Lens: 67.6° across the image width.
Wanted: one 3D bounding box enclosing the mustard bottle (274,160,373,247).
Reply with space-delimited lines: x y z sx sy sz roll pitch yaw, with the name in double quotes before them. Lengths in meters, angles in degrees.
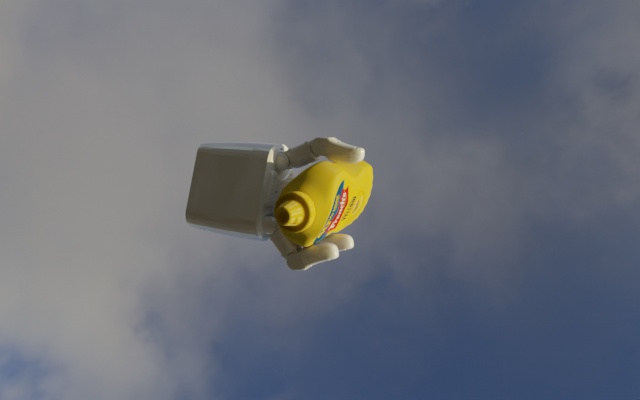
"mustard bottle" 0.000 0.002 0.535 0.058 0.096 0.191 31 18 16
